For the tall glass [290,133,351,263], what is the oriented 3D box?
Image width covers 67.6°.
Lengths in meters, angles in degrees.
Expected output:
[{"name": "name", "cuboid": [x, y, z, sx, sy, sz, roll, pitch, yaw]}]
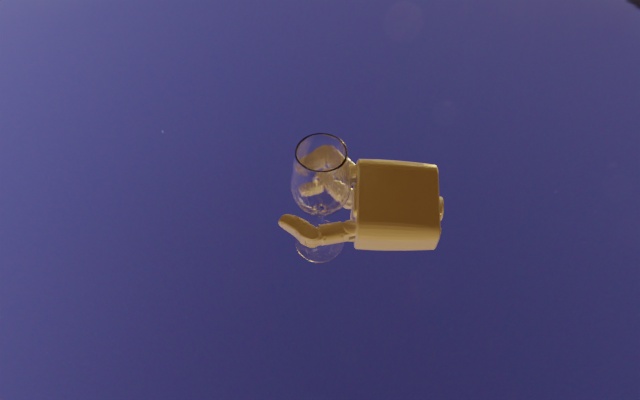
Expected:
[{"name": "tall glass", "cuboid": [0.000, 0.003, 0.637, 0.079, 0.079, 0.201, 0, -36, 0]}]
